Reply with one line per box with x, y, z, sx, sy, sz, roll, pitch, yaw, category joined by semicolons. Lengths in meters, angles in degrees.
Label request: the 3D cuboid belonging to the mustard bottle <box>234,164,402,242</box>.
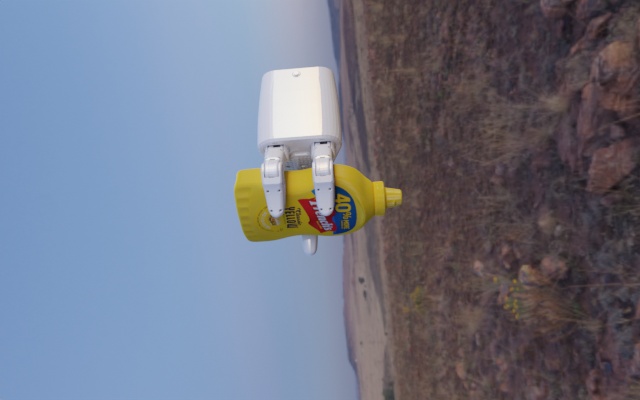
0.000;0.002;0.569;0.191;0.096;0.058;-4;40;3;mustard bottle
